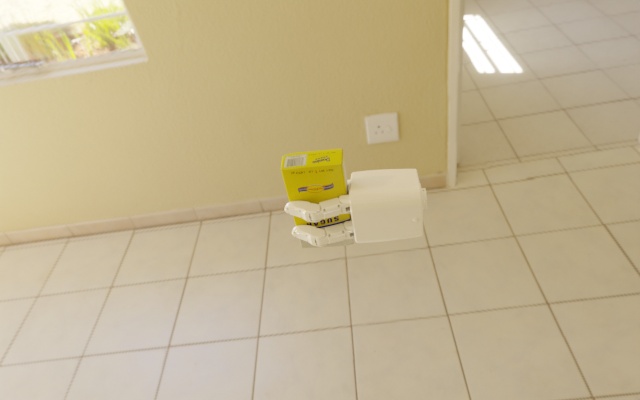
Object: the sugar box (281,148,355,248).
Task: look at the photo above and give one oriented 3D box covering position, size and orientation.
[{"bbox_3d":[0.000,0.003,0.757,0.093,0.176,0.048,-5,40,9],"label":"sugar box"}]
